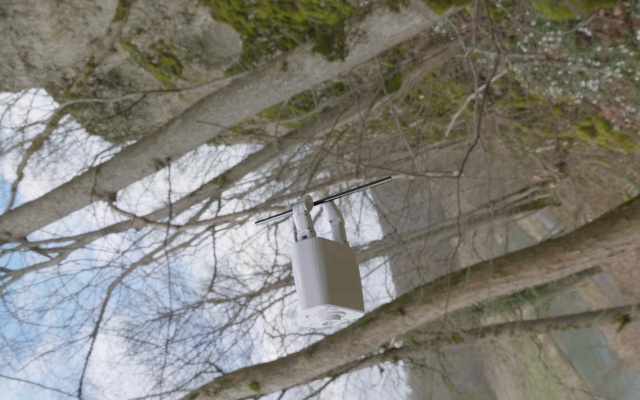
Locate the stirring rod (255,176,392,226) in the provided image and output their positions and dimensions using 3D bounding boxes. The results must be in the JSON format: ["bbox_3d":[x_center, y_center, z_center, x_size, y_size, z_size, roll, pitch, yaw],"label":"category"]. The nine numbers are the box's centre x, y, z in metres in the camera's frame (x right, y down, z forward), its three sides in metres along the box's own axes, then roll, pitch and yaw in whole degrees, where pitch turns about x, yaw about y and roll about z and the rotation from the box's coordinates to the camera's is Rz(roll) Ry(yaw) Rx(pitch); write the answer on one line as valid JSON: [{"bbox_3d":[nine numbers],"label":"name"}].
[{"bbox_3d":[0.000,0.003,0.770,0.239,0.011,0.011,-19,-6,17],"label":"stirring rod"}]
